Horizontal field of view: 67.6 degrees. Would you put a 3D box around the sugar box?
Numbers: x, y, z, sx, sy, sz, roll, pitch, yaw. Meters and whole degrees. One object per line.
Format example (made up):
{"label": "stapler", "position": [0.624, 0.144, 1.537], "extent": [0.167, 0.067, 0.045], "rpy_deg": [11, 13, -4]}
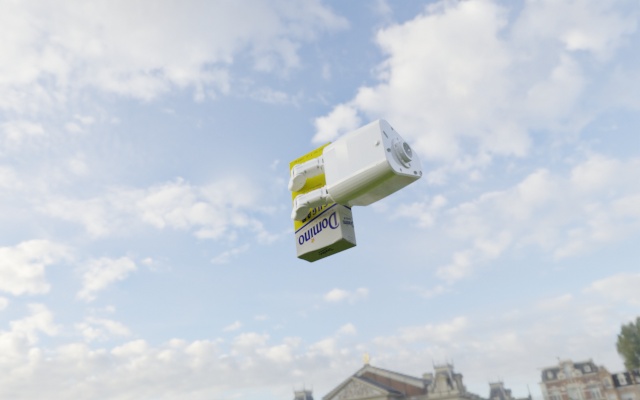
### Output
{"label": "sugar box", "position": [0.000, 0.002, 0.773], "extent": [0.093, 0.176, 0.048], "rpy_deg": [-25, -35, 30]}
